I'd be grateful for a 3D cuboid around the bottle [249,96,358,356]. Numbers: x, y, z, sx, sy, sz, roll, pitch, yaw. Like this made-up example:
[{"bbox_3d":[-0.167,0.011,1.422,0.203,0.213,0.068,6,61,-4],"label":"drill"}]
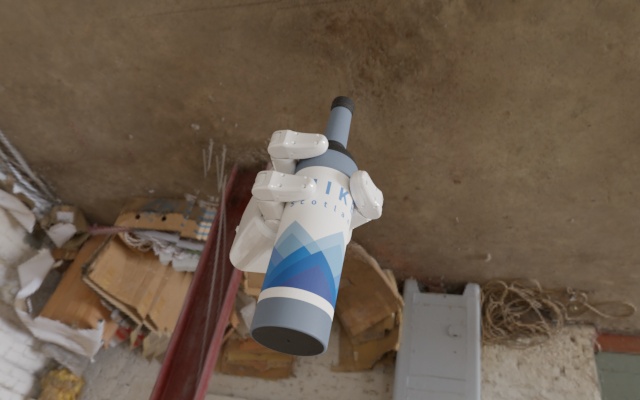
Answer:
[{"bbox_3d":[0.000,0.002,0.483,0.069,0.295,0.069,9,-36,6],"label":"bottle"}]
